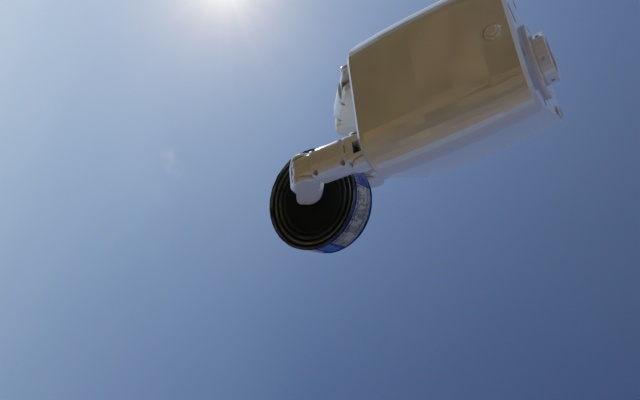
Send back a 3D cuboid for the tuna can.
[{"bbox_3d":[0.000,0.001,0.405,0.086,0.086,0.034,0,-12,35],"label":"tuna can"}]
